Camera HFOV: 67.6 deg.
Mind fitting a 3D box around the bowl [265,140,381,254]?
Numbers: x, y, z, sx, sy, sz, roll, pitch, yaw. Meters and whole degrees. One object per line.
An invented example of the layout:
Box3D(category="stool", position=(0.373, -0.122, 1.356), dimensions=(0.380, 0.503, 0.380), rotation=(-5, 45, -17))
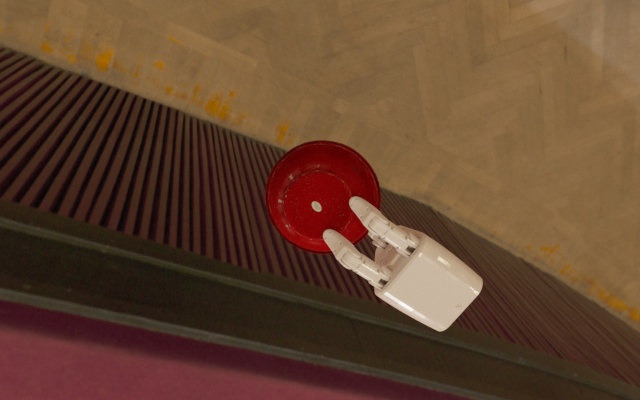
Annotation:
Box3D(category="bowl", position=(-0.001, 0.002, 0.637), dimensions=(0.162, 0.162, 0.055), rotation=(0, 11, 6))
